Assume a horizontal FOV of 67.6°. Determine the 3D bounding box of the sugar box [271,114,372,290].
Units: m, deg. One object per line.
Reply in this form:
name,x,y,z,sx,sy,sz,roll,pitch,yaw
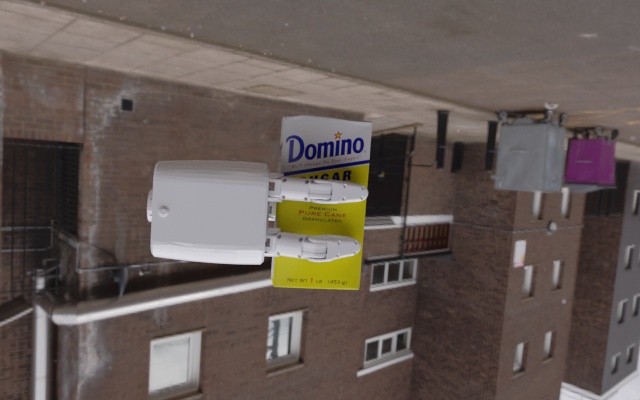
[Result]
sugar box,0.000,0.002,0.502,0.093,0.176,0.048,3,5,-10
